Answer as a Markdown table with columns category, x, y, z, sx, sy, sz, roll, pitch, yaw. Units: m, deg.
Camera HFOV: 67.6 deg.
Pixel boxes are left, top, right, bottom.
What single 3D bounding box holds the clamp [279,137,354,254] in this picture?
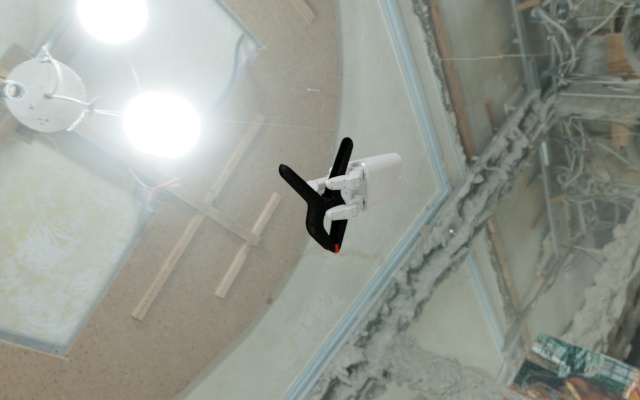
| category | x | y | z | sx | sy | sz | roll | pitch | yaw |
| --- | --- | --- | --- | --- | --- | --- | --- | --- | --- |
| clamp | 0.000 | 0.003 | 0.856 | 0.164 | 0.210 | 0.036 | -18 | 24 | -37 |
